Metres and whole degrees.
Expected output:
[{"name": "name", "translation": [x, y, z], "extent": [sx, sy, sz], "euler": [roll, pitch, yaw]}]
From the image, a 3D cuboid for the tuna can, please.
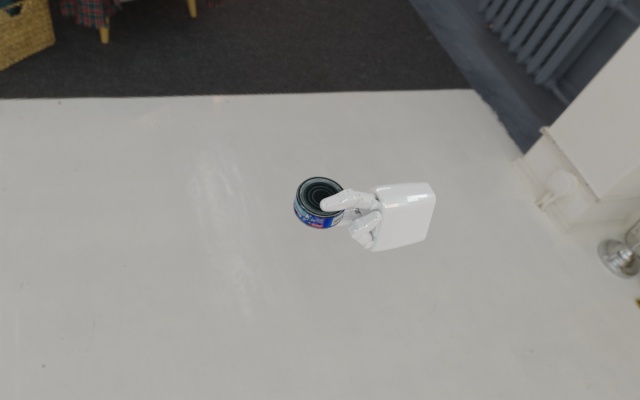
[{"name": "tuna can", "translation": [0.000, 0.002, 0.780], "extent": [0.086, 0.086, 0.034], "euler": [0, -37, -13]}]
